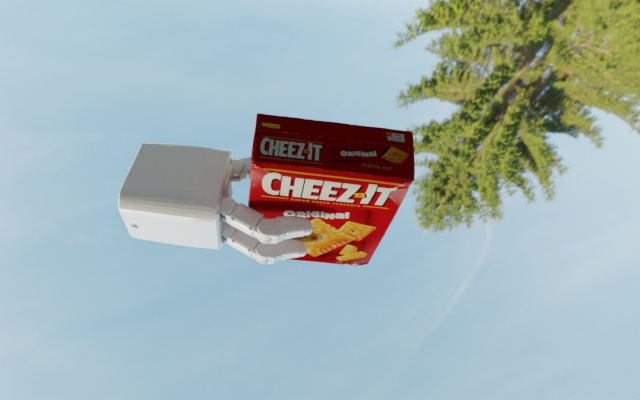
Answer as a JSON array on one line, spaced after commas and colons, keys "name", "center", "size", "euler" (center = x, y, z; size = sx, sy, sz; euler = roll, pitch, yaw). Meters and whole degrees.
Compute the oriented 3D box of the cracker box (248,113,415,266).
[{"name": "cracker box", "center": [0.000, 0.002, 0.560], "size": [0.164, 0.072, 0.214], "euler": [5, -31, -6]}]
